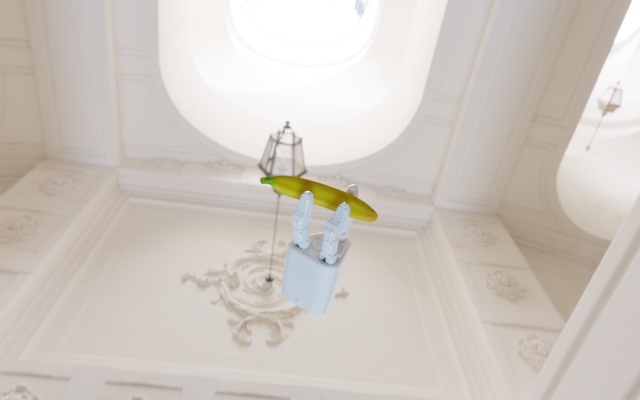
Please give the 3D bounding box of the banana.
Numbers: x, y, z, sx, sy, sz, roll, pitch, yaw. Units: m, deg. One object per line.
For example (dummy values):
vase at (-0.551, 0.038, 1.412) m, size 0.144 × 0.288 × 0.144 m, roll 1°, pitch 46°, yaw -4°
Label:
banana at (0.000, -0.005, 0.792) m, size 0.198 × 0.037 × 0.069 m, roll 16°, pitch 22°, yaw 4°
